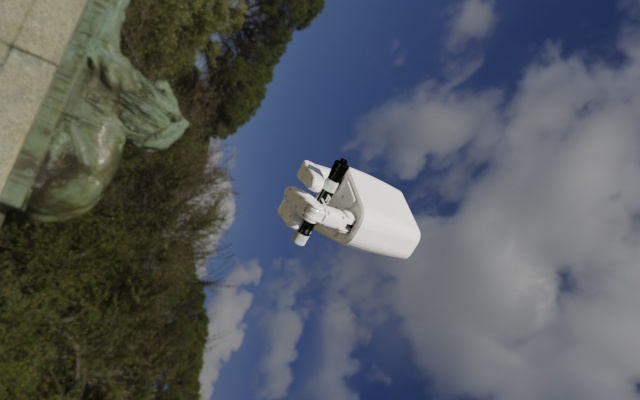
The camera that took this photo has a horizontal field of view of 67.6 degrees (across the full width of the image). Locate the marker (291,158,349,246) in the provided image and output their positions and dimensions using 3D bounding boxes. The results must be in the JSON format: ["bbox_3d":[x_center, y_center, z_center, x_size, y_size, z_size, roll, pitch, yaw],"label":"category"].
[{"bbox_3d":[0.000,0.002,0.581,0.020,0.121,0.020,27,17,-9],"label":"marker"}]
